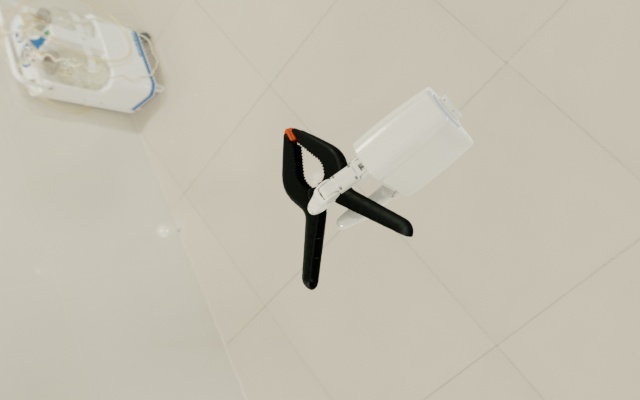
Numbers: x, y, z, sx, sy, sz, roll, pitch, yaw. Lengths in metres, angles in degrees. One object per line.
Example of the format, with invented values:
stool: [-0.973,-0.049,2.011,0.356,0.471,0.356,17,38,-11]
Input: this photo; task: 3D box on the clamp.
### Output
clamp: [0.000,0.001,0.623,0.164,0.210,0.036,-39,-17,21]
